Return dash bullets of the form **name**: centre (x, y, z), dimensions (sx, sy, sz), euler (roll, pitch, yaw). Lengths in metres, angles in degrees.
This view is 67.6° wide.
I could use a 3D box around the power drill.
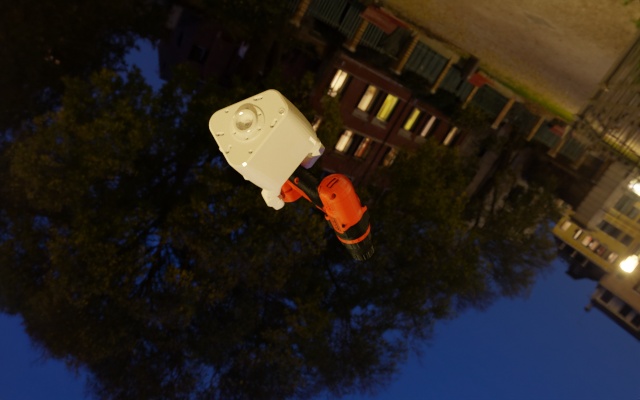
- **power drill**: centre (0.000, 0.002, 0.744), dimensions (0.187, 0.057, 0.185), euler (31, -23, 38)
